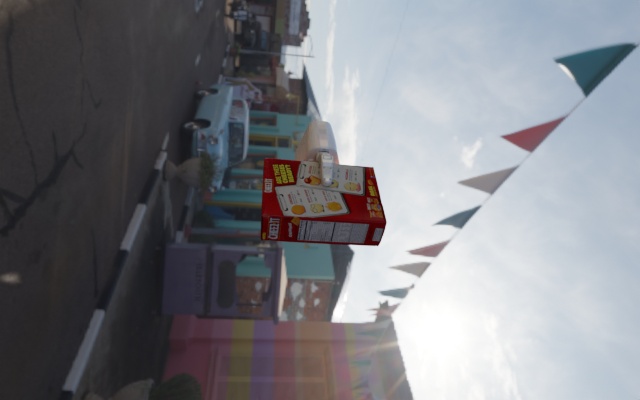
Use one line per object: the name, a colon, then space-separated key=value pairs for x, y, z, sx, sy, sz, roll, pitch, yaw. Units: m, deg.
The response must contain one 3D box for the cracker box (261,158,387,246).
cracker box: x=0.000 y=0.003 z=0.872 sx=0.214 sy=0.072 sz=0.164 roll=3 pitch=40 yaw=-7
